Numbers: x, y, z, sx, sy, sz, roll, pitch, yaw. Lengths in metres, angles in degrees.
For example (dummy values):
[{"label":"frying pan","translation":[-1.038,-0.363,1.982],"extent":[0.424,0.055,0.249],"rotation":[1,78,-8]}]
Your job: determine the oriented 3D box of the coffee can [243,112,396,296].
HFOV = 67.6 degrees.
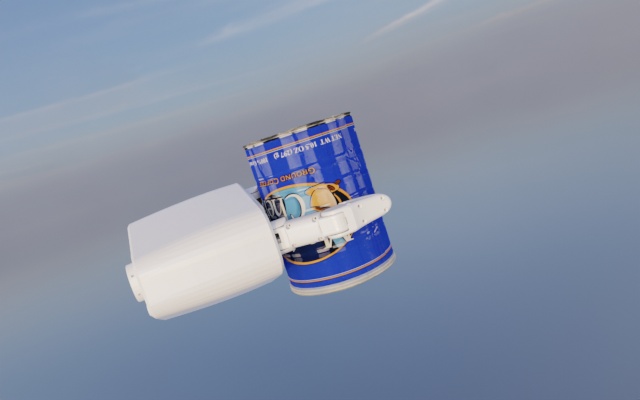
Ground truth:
[{"label":"coffee can","translation":[0.000,0.002,0.439],"extent":[0.103,0.140,0.103],"rotation":[-18,8,2]}]
